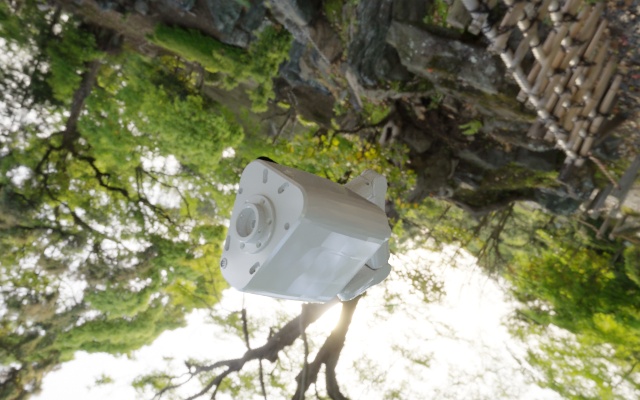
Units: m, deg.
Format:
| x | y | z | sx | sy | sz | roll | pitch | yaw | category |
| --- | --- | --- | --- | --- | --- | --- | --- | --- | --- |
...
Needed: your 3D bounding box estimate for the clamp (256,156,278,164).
| x | y | z | sx | sy | sz | roll | pitch | yaw | category |
| --- | --- | --- | --- | --- | --- | --- | --- | --- | --- |
| 0.000 | 0.002 | 0.537 | 0.120 | 0.039 | 0.171 | 16 | 13 | -46 | clamp |
